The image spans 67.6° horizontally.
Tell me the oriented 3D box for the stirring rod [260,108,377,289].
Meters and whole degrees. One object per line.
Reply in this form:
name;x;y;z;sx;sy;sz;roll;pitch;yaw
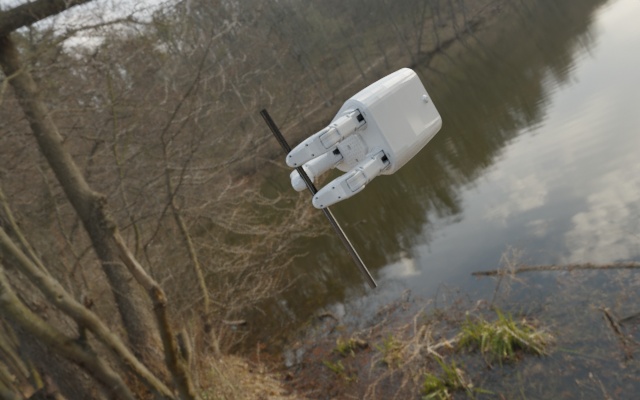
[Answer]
stirring rod;0.000;0.002;0.542;0.011;0.239;0.011;-31;10;6
